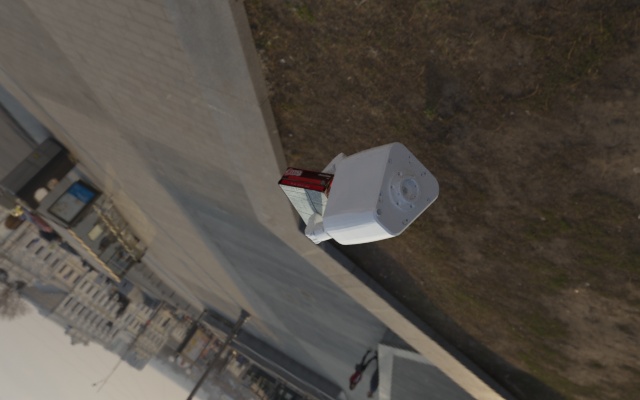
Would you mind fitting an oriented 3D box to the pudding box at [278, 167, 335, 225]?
[{"bbox_3d":[0.000,0.002,0.713,0.090,0.039,0.114,13,-33,36],"label":"pudding box"}]
